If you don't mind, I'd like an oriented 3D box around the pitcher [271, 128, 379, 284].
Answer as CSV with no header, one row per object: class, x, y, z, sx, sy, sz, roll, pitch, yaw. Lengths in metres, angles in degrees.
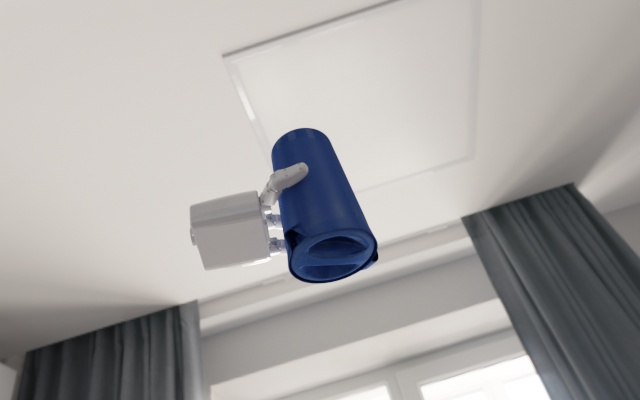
pitcher,0.000,0.002,0.762,0.145,0.242,0.149,-12,-40,-5
